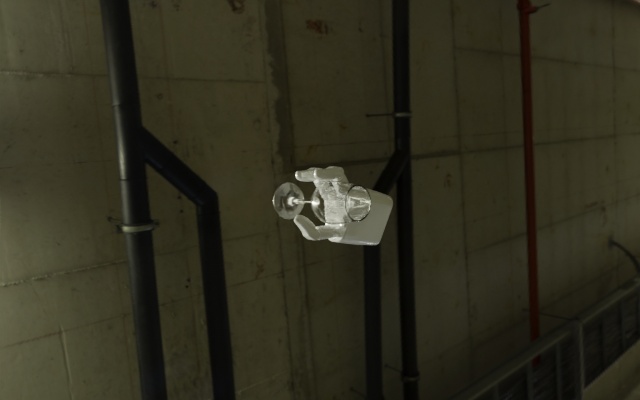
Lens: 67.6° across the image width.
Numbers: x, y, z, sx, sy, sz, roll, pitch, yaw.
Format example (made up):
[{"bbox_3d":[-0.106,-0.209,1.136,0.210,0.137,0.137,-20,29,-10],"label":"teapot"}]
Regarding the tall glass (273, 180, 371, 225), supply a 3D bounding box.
[{"bbox_3d":[0.000,0.003,0.875,0.079,0.079,0.201,0,1,-39],"label":"tall glass"}]
